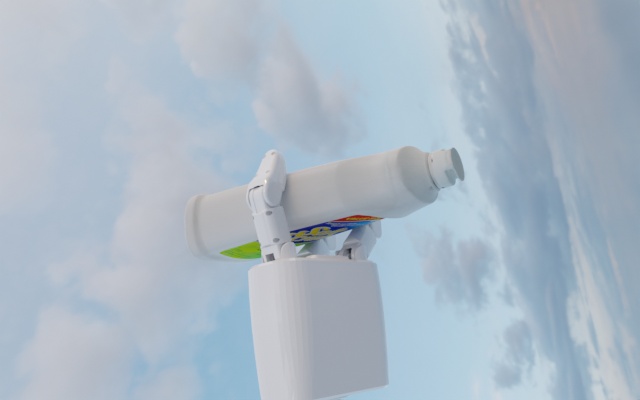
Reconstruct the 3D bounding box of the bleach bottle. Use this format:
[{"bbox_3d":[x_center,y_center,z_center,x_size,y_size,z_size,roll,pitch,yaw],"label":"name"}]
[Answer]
[{"bbox_3d":[0.000,0.001,0.431,0.251,0.068,0.102,-17,-19,31],"label":"bleach bottle"}]
